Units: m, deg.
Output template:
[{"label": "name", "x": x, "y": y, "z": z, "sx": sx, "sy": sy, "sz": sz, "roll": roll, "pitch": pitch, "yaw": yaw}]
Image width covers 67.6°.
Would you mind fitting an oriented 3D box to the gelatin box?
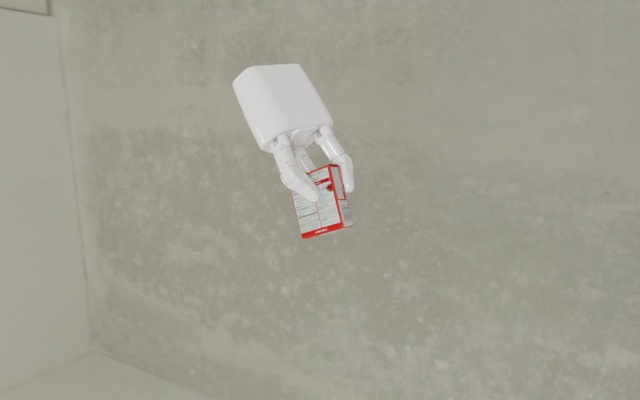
[{"label": "gelatin box", "x": 0.000, "y": 0.002, "z": 0.658, "sx": 0.073, "sy": 0.089, "sz": 0.030, "roll": -18, "pitch": -9, "yaw": 34}]
